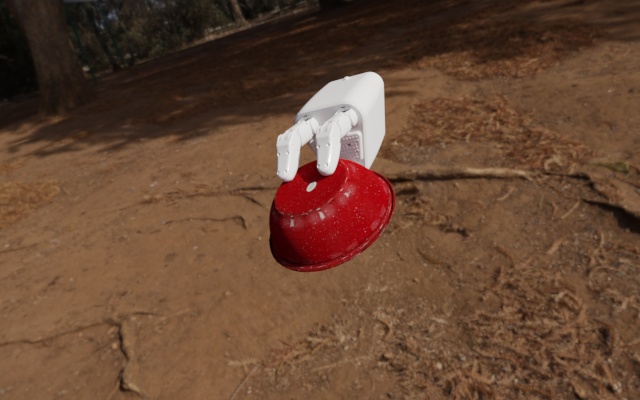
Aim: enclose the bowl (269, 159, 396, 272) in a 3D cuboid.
[{"bbox_3d":[0.000,0.002,0.543,0.162,0.162,0.055,0,-44,36],"label":"bowl"}]
